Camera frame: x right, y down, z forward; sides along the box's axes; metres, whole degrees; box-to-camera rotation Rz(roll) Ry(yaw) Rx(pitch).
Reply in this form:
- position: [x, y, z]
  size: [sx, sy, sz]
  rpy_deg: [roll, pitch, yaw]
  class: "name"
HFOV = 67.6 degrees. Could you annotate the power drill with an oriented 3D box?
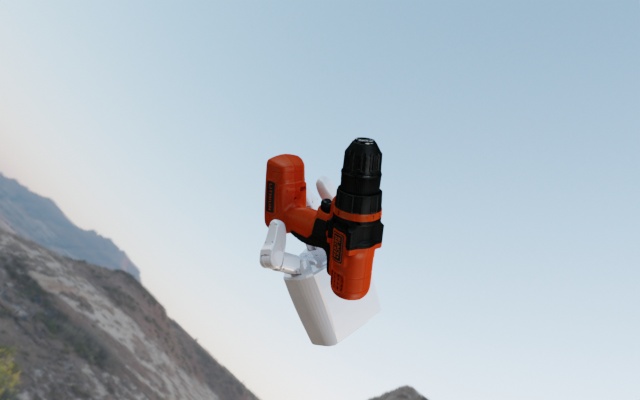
- position: [0.000, 0.002, 0.568]
  size: [0.057, 0.184, 0.187]
  rpy_deg: [-7, 22, -33]
  class: "power drill"
